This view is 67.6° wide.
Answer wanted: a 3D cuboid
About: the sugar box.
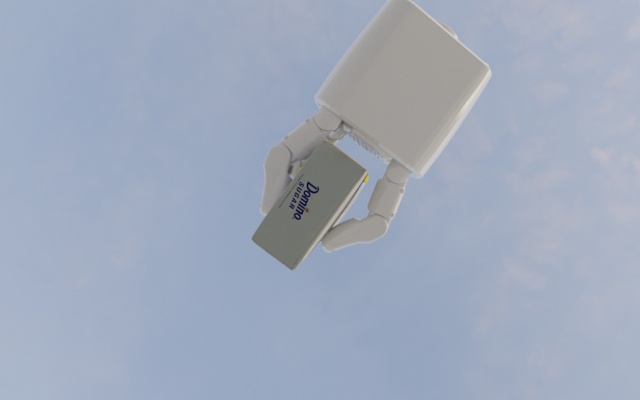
[{"bbox_3d":[0.000,0.001,0.424,0.048,0.093,0.176,37,4,7],"label":"sugar box"}]
